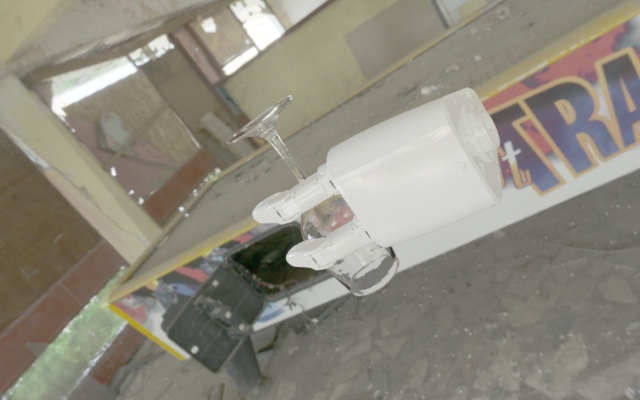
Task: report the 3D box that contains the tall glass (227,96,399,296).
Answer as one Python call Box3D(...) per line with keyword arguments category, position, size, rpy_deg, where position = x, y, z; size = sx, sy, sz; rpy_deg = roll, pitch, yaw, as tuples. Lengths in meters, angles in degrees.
Box3D(category="tall glass", position=(0.000, 0.001, 0.470), size=(0.079, 0.201, 0.079), rpy_deg=(-32, 18, 12))
